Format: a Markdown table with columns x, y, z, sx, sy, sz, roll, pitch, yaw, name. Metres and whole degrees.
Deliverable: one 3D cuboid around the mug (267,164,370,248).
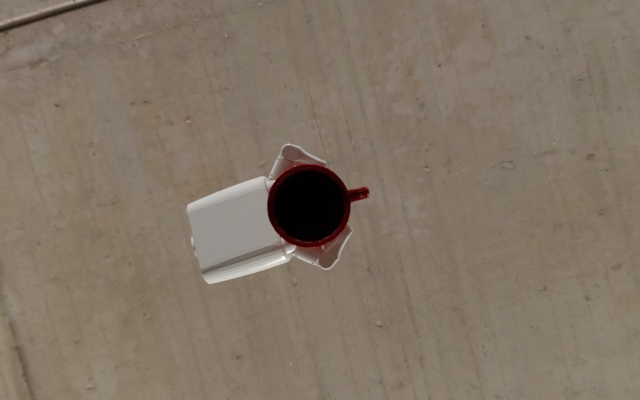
| x | y | z | sx | sy | sz | roll | pitch | yaw | name |
| --- | --- | --- | --- | --- | --- | --- | --- | --- | --- |
| 0.001 | 0.001 | 0.565 | 0.117 | 0.093 | 0.081 | -16 | 1 | 3 | mug |
